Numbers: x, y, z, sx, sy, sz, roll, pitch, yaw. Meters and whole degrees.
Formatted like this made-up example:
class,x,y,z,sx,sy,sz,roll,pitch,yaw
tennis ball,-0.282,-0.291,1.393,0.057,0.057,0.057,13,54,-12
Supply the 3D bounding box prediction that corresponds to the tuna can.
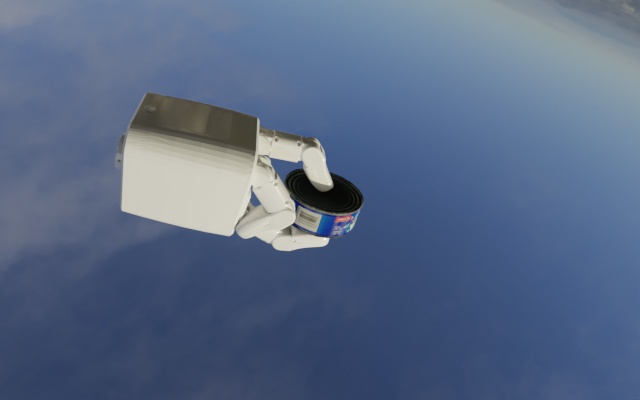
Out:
class,x,y,z,sx,sy,sz,roll,pitch,yaw
tuna can,0.000,0.002,0.508,0.086,0.034,0.086,14,31,-8
